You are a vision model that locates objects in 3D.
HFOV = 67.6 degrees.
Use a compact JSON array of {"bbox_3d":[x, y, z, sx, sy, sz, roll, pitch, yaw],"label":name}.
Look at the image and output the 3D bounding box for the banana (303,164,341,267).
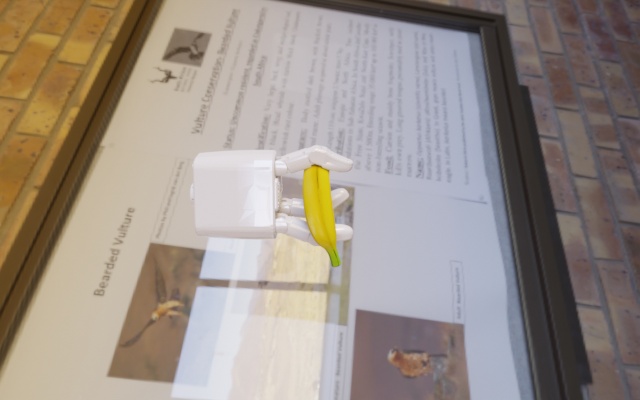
[{"bbox_3d":[-0.003,-0.008,0.625,0.037,0.197,0.070,-8,-45,4],"label":"banana"}]
